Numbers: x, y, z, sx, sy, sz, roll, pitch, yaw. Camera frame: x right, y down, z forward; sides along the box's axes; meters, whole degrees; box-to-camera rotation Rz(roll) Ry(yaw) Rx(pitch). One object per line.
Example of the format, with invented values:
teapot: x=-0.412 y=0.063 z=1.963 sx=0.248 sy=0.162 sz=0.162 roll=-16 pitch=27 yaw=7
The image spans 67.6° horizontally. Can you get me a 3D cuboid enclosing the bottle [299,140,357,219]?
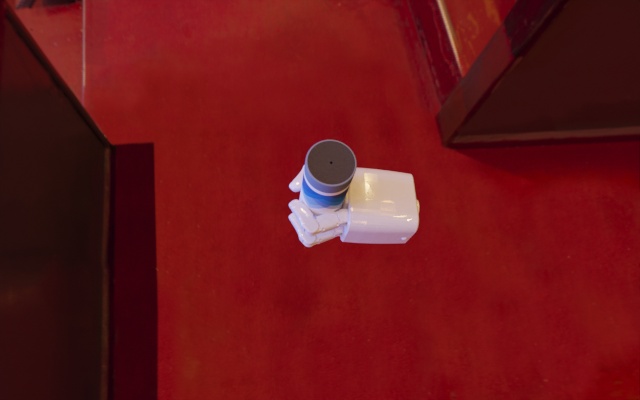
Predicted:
bottle: x=0.000 y=0.002 z=0.748 sx=0.069 sy=0.069 sz=0.296 roll=0 pitch=-20 yaw=-6
